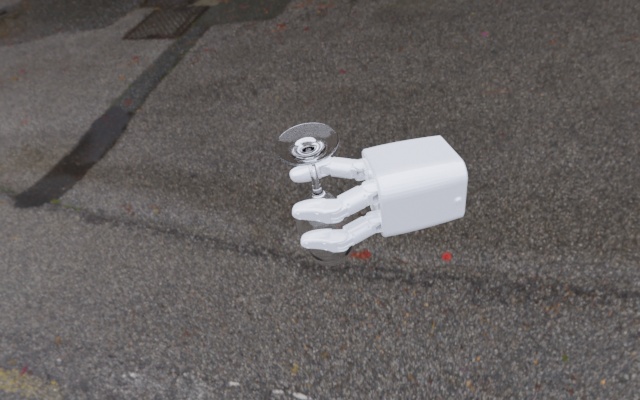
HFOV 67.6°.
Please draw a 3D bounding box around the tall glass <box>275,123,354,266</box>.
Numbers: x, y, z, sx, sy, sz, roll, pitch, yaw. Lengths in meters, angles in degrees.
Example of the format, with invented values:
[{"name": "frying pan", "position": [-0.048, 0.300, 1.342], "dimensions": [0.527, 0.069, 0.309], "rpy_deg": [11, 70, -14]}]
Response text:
[{"name": "tall glass", "position": [0.000, 0.002, 0.615], "dimensions": [0.079, 0.079, 0.201], "rpy_deg": [0, -43, 12]}]
